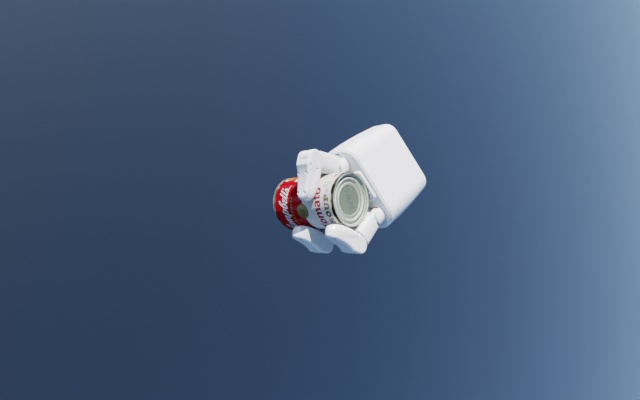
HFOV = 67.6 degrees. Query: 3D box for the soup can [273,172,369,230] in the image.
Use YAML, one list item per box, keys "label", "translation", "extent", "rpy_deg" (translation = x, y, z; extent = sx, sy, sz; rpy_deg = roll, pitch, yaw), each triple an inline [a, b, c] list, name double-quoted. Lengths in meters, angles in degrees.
- label: "soup can"
  translation: [0.000, 0.002, 0.589]
  extent: [0.102, 0.068, 0.068]
  rpy_deg: [-4, -3, 44]
